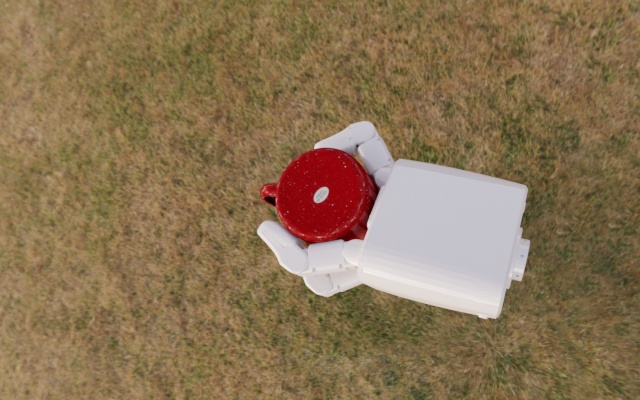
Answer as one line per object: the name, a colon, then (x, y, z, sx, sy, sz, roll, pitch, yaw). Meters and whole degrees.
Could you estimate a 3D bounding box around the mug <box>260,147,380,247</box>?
mug: (-0.001, 0.001, 0.430, 0.117, 0.093, 0.081, 11, -12, 21)
